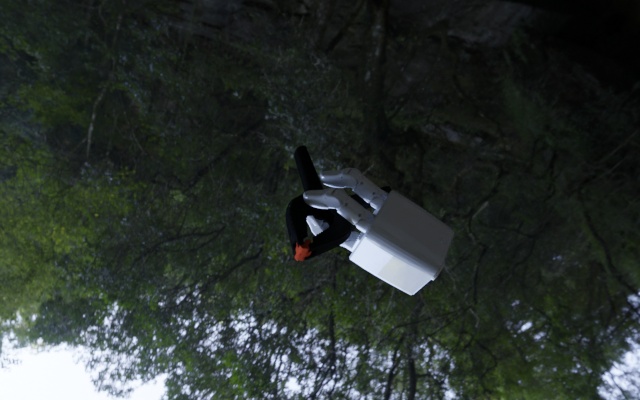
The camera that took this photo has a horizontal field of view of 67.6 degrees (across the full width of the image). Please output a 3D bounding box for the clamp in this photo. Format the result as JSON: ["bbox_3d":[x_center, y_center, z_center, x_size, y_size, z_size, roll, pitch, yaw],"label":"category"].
[{"bbox_3d":[0.000,0.003,0.685,0.164,0.036,0.210,30,42,8],"label":"clamp"}]
